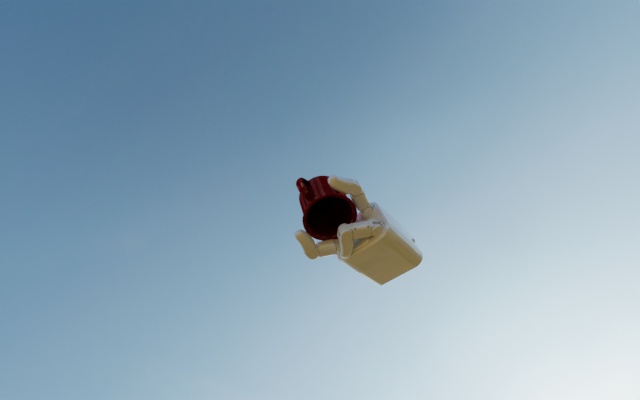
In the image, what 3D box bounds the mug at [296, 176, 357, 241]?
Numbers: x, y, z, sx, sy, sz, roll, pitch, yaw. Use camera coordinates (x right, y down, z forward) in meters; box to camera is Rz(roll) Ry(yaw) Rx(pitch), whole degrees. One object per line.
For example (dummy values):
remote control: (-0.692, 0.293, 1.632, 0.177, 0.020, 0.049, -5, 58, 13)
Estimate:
mug: (-0.001, 0.002, 0.818, 0.117, 0.093, 0.081, 39, 16, -29)
